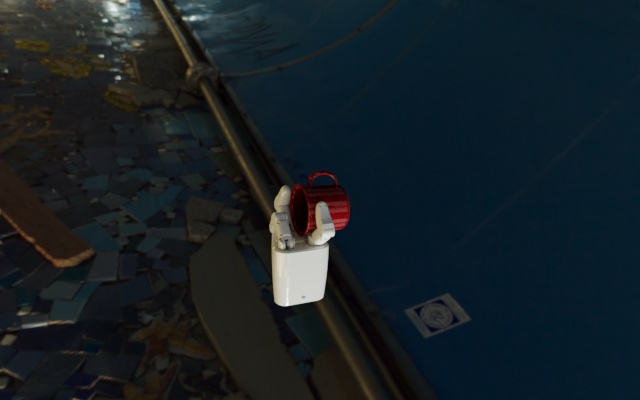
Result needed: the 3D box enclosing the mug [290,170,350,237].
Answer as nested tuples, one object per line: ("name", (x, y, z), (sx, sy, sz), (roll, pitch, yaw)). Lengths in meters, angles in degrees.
("mug", (0.000, 0.001, 0.842), (0.081, 0.117, 0.093), (-4, 22, -23))
